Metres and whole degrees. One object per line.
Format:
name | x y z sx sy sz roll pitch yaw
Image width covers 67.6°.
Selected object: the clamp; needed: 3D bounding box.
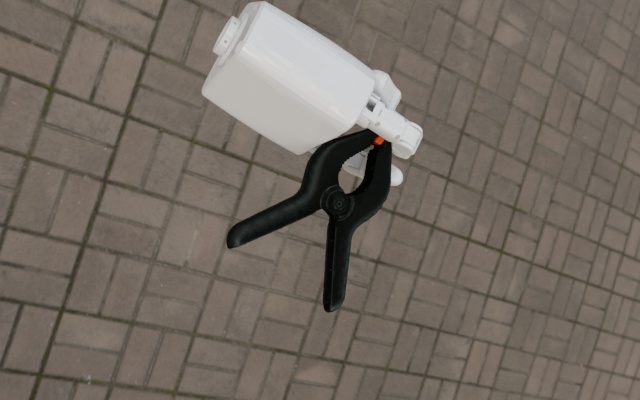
clamp | 0.000 0.001 0.418 0.120 0.171 0.039 28 -6 -24
